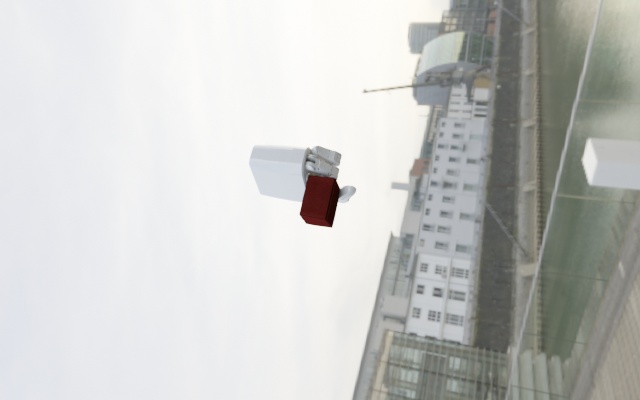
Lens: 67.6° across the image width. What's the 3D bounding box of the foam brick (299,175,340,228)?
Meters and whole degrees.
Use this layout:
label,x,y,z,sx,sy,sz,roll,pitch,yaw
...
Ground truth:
label,x,y,z,sx,sy,sz,roll,pitch,yaw
foam brick,0.000,0.003,0.842,0.051,0.078,0.053,7,-20,15
